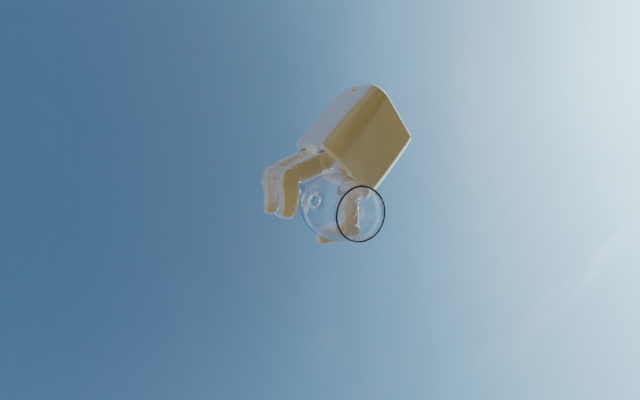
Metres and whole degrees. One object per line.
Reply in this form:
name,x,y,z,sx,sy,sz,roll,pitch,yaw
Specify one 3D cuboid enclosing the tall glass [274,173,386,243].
tall glass,0.000,0.002,0.595,0.079,0.079,0.201,0,8,-26
